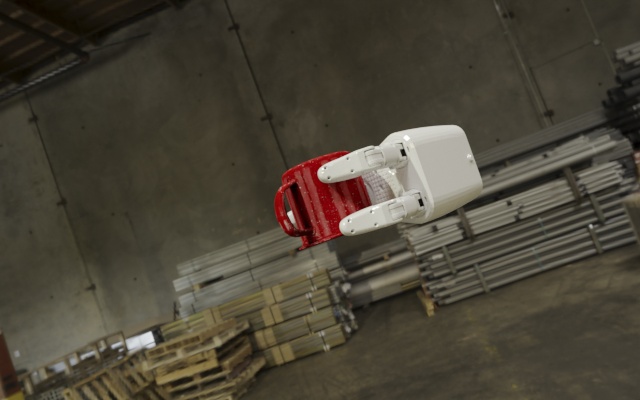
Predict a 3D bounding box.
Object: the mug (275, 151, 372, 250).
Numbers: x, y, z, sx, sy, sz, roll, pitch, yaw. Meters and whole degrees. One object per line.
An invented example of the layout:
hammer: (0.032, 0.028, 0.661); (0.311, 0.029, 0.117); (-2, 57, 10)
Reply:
mug: (-0.001, 0.002, 0.494); (0.117, 0.081, 0.093); (-15, -6, -41)
